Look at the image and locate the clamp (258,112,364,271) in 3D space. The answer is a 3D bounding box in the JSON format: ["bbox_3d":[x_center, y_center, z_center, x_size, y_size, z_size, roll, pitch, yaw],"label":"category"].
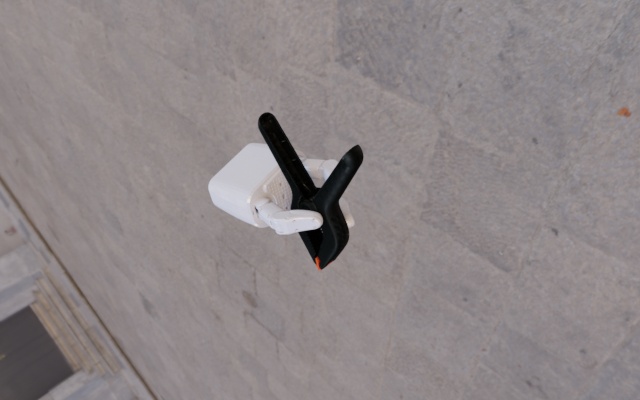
[{"bbox_3d":[-0.001,0.003,0.578,0.036,0.210,0.164,-31,33,-30],"label":"clamp"}]
